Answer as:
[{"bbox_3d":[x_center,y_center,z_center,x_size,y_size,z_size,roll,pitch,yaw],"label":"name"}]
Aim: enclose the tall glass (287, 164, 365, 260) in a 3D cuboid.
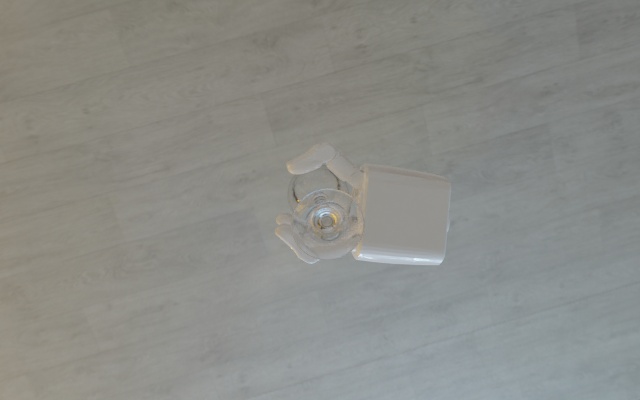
[{"bbox_3d":[0.000,0.002,0.570,0.079,0.079,0.201,0,13,-5],"label":"tall glass"}]
